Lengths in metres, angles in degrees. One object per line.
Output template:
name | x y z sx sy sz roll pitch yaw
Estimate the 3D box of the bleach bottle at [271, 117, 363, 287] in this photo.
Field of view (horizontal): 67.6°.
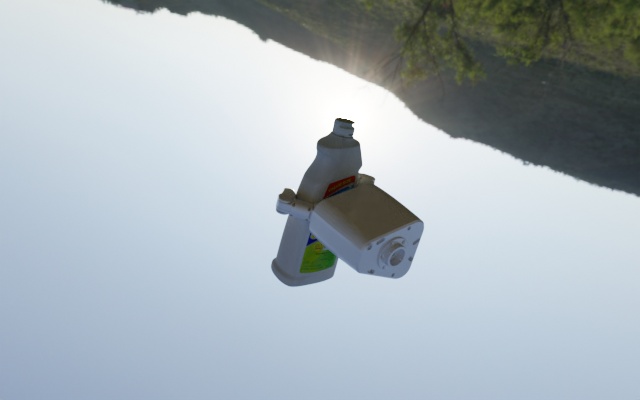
bleach bottle | 0.000 0.002 0.699 0.102 0.251 0.068 -5 30 -36
